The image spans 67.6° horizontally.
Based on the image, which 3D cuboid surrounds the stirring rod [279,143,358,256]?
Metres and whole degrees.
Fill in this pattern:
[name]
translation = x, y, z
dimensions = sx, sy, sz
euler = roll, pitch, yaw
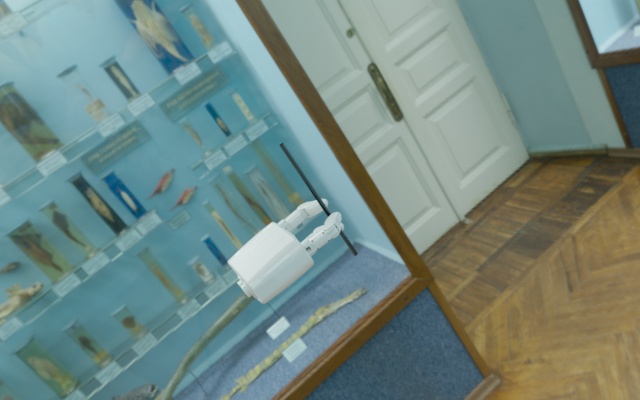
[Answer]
[stirring rod]
translation = 0.000, 0.003, 0.815
dimensions = 0.011, 0.239, 0.011
euler = -30, 20, 12
